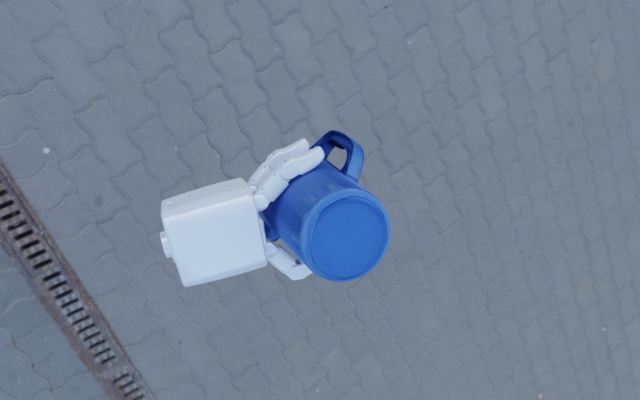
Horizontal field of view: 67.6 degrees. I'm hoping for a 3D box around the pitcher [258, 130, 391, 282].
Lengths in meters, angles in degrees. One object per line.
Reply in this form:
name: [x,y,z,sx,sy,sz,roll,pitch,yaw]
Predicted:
pitcher: [0.000,0.002,0.621,0.145,0.149,0.242,-15,18,-14]
